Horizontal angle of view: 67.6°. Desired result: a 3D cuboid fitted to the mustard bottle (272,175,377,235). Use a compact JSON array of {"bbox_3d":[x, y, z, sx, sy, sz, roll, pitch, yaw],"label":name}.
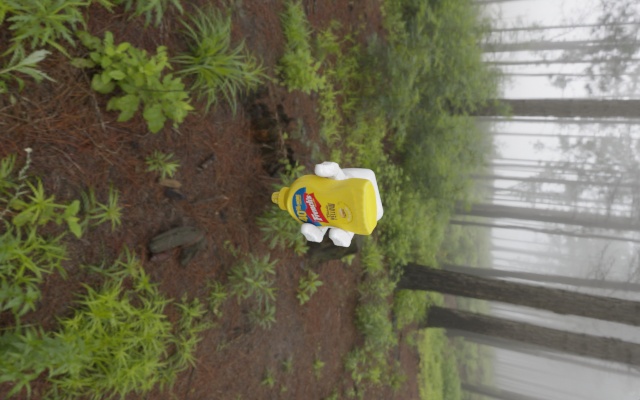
[{"bbox_3d":[0.000,0.003,0.831,0.191,0.096,0.058,6,35,27],"label":"mustard bottle"}]
